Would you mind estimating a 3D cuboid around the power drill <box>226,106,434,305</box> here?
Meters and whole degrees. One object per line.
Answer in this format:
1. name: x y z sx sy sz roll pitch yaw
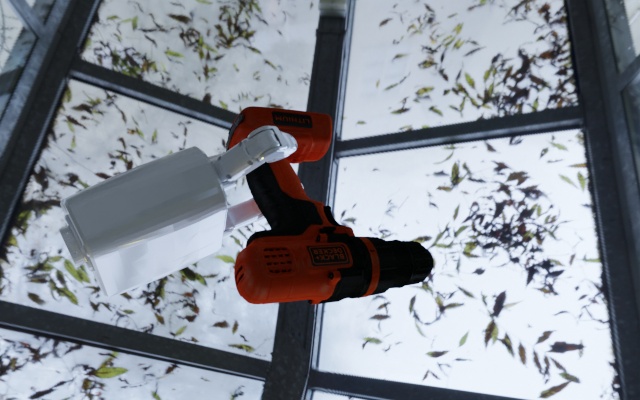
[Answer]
1. power drill: 0.000 0.001 0.431 0.184 0.187 0.057 1 -39 -31
